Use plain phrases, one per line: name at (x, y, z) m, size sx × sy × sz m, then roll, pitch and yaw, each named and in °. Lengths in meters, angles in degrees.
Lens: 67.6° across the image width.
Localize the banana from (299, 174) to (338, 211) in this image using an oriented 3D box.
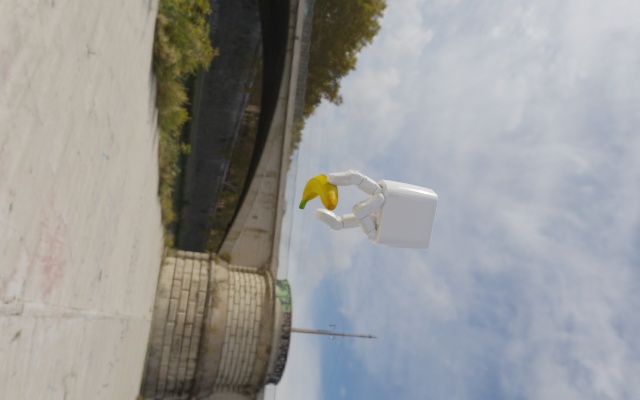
banana at (0.002, -0.016, 0.886) m, size 0.037 × 0.069 × 0.198 m, roll 8°, pitch -3°, yaw -15°
